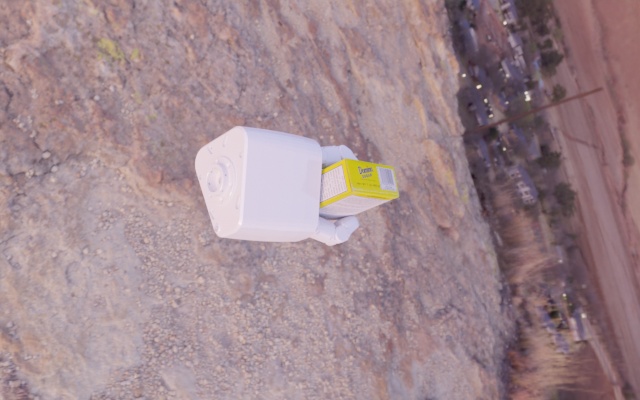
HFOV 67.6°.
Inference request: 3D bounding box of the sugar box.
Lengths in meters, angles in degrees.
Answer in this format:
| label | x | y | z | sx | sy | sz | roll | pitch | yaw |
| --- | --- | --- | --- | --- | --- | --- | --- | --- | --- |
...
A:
| label | x | y | z | sx | sy | sz | roll | pitch | yaw |
| --- | --- | --- | --- | --- | --- | --- | --- | --- | --- |
| sugar box | 0.000 | 0.001 | 0.594 | 0.176 | 0.048 | 0.093 | -21 | -18 | 40 |
